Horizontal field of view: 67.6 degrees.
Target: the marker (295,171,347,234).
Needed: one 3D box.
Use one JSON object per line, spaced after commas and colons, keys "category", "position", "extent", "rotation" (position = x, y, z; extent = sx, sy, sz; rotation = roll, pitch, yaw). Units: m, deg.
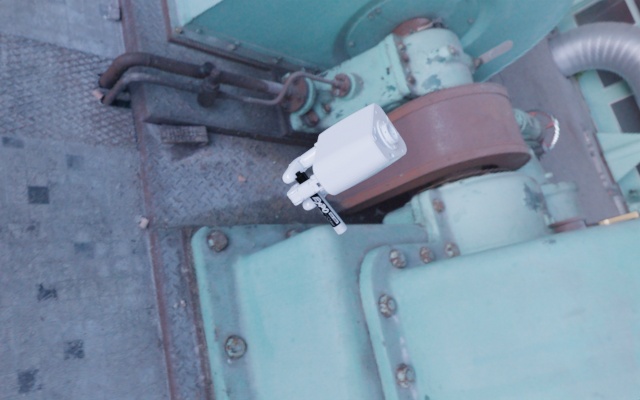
{"category": "marker", "position": [0.000, 0.002, 0.750], "extent": [0.020, 0.121, 0.020], "rotation": [-35, 15, 11]}
